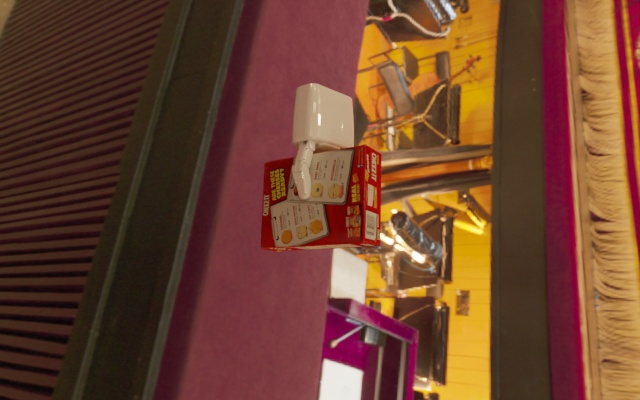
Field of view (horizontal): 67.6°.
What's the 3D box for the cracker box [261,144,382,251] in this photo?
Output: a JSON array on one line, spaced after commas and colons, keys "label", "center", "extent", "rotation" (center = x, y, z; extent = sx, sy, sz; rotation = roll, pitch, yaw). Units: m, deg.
[{"label": "cracker box", "center": [0.000, 0.003, 0.838], "extent": [0.214, 0.164, 0.072], "rotation": [-7, -15, 33]}]
